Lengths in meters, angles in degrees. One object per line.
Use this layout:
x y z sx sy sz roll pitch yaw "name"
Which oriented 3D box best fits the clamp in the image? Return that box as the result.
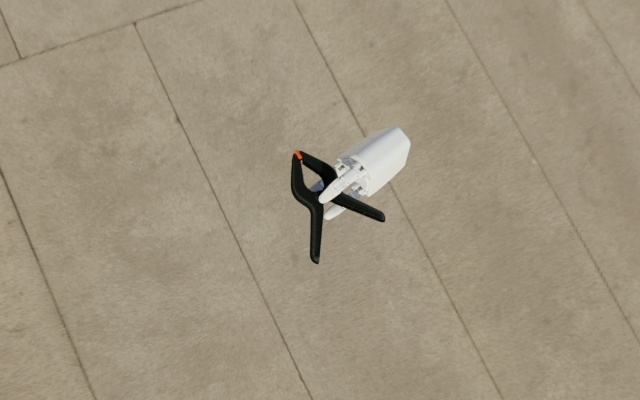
0.000 0.002 0.892 0.164 0.210 0.036 -38 -4 -17 "clamp"
